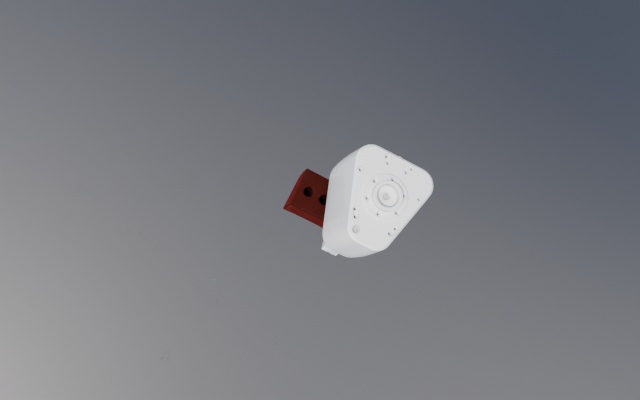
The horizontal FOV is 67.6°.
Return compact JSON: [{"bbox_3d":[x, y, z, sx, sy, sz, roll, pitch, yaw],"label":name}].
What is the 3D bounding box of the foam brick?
[{"bbox_3d":[0.000,0.002,0.616,0.078,0.053,0.051,26,-12,-7],"label":"foam brick"}]
